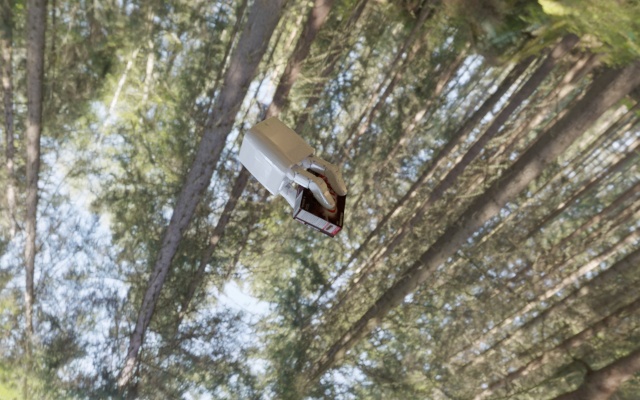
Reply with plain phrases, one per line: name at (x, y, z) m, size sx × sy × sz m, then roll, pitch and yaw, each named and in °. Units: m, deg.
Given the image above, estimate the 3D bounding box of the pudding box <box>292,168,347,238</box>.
pudding box at (0.000, 0.003, 0.883) m, size 0.090 × 0.113 × 0.039 m, roll 26°, pitch -45°, yaw -16°
